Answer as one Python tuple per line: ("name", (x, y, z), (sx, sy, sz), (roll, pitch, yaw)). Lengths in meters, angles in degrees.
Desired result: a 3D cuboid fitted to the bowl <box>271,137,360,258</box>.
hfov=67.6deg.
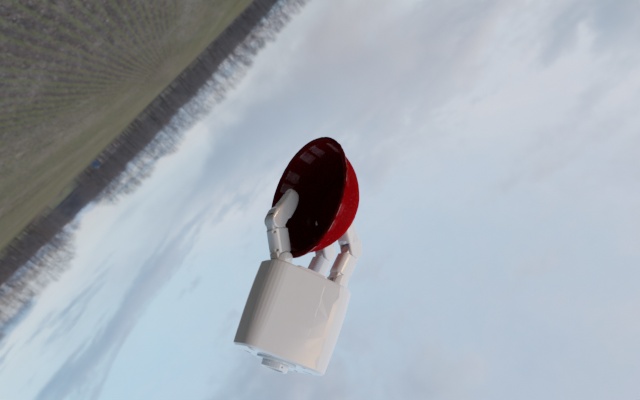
("bowl", (0.001, 0.001, 0.619), (0.055, 0.162, 0.162), (20, -12, -33))
